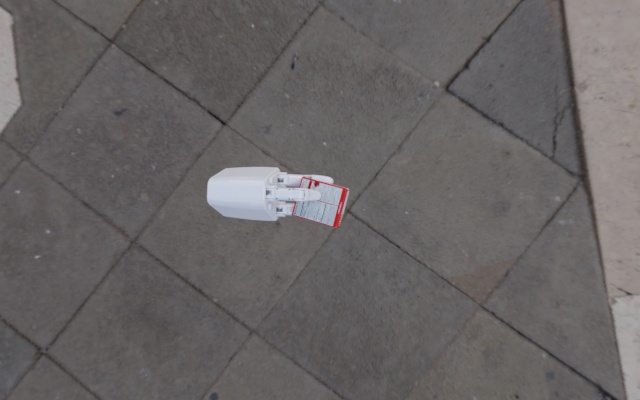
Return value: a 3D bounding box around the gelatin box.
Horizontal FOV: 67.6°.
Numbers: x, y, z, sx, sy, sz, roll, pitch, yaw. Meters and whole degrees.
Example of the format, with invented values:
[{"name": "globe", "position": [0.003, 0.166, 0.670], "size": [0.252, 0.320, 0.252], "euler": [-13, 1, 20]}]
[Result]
[{"name": "gelatin box", "position": [0.000, 0.003, 0.859], "size": [0.089, 0.073, 0.030], "euler": [16, 2, 14]}]
